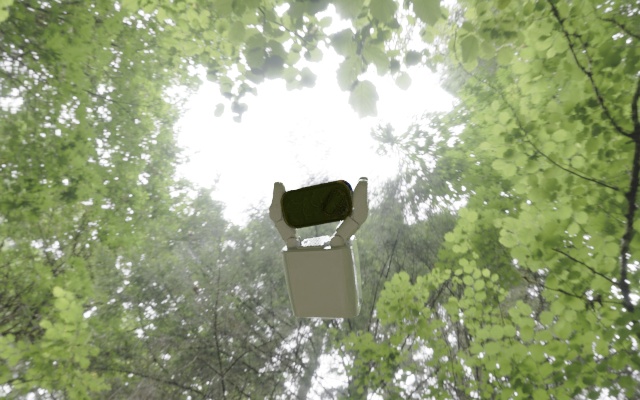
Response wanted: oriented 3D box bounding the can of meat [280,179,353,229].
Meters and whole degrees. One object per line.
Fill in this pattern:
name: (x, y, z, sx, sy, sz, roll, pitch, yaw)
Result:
can of meat: (0.000, 0.002, 0.716, 0.102, 0.057, 0.084, -11, 4, 10)
